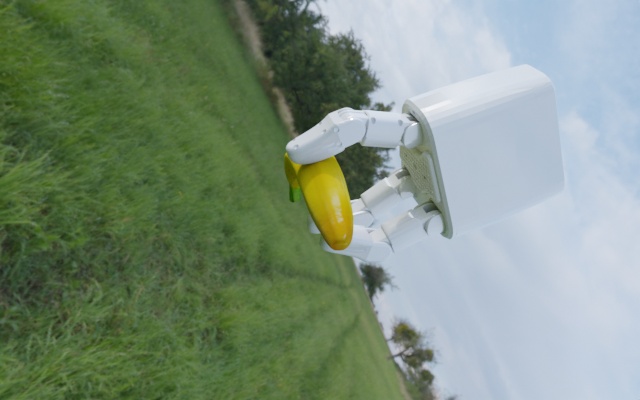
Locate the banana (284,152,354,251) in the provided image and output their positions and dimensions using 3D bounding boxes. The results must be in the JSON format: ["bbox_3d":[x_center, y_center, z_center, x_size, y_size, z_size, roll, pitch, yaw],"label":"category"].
[{"bbox_3d":[-0.005,-0.017,0.403,0.037,0.070,0.197,-14,13,-8],"label":"banana"}]
